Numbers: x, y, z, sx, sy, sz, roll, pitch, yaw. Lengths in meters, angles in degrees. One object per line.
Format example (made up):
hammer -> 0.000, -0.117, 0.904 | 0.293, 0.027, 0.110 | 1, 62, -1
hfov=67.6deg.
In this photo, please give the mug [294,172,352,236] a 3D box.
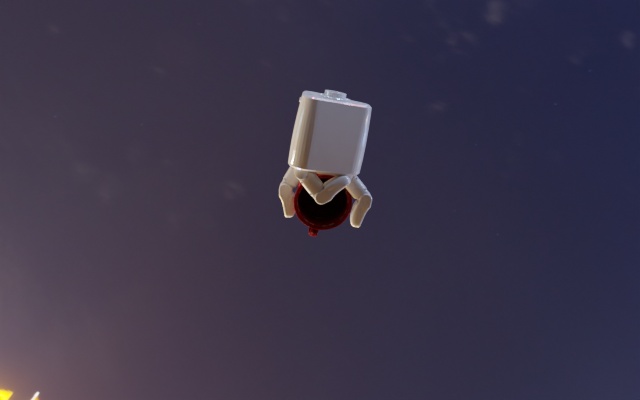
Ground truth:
mug -> 0.000, 0.004, 0.797 | 0.093, 0.117, 0.081 | 10, 18, -6
